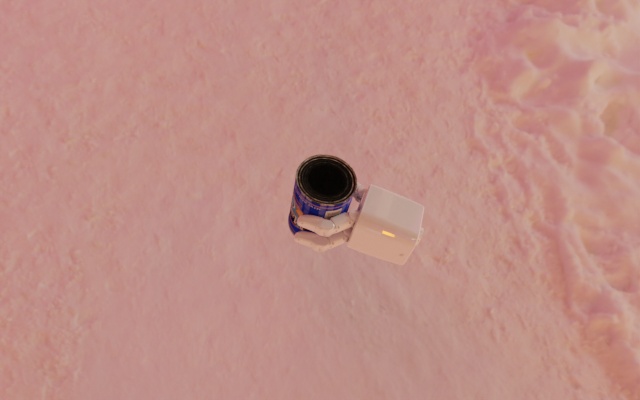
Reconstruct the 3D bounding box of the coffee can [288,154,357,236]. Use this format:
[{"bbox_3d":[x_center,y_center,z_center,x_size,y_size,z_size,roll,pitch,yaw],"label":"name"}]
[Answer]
[{"bbox_3d":[0.000,0.003,0.835,0.103,0.102,0.140,0,-33,-10],"label":"coffee can"}]
